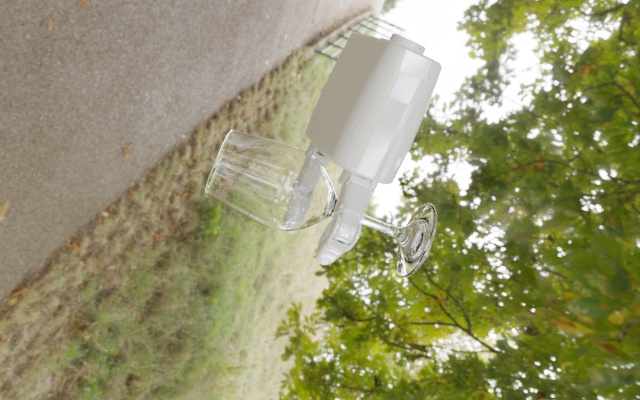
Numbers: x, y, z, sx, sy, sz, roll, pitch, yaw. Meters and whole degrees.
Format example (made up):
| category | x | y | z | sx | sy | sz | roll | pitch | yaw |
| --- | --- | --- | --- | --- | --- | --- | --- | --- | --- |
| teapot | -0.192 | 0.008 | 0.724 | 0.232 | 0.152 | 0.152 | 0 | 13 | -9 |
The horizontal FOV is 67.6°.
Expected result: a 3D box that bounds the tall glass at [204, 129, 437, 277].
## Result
| category | x | y | z | sx | sy | sz | roll | pitch | yaw |
| --- | --- | --- | --- | --- | --- | --- | --- | --- | --- |
| tall glass | 0.001 | 0.002 | 0.438 | 0.201 | 0.079 | 0.079 | 21 | -4 | -10 |
